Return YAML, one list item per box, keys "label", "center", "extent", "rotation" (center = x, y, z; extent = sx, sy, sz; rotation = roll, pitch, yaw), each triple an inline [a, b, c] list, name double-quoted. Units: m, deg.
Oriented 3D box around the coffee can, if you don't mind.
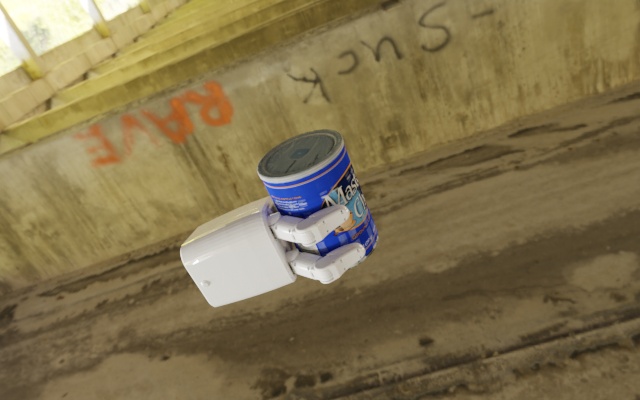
- label: "coffee can"
  center: [0.000, 0.002, 0.566]
  extent: [0.103, 0.140, 0.102]
  rotation: [-18, 30, 10]
